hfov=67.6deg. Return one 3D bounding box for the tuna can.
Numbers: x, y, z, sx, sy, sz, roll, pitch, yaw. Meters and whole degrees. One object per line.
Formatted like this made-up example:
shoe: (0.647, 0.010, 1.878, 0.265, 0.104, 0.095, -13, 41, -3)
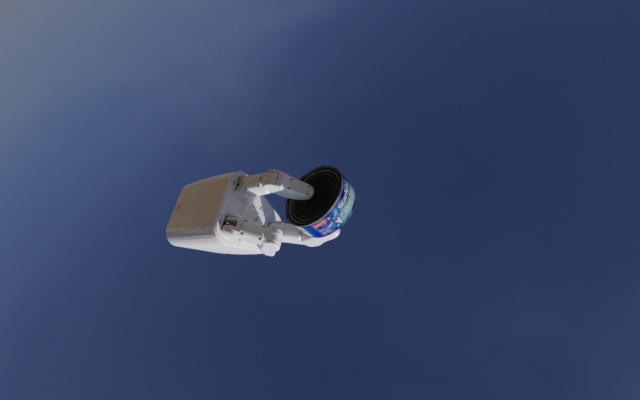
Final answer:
tuna can: (0.000, 0.002, 0.582, 0.086, 0.086, 0.034, 0, -32, 44)
